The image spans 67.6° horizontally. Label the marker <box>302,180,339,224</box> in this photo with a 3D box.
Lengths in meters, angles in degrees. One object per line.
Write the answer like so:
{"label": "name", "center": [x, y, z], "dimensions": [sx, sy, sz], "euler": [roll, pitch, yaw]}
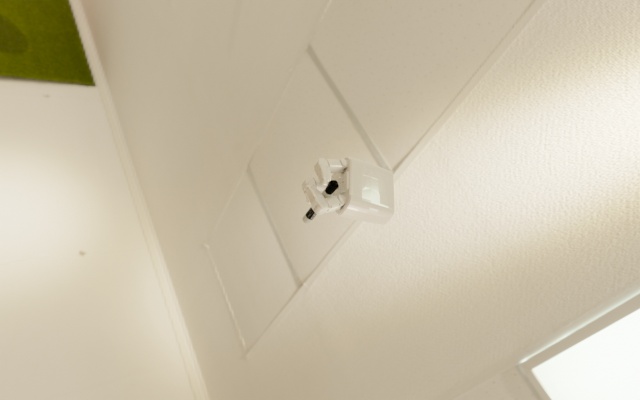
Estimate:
{"label": "marker", "center": [0.000, 0.003, 0.896], "dimensions": [0.020, 0.020, 0.121], "euler": [0, -37, -35]}
